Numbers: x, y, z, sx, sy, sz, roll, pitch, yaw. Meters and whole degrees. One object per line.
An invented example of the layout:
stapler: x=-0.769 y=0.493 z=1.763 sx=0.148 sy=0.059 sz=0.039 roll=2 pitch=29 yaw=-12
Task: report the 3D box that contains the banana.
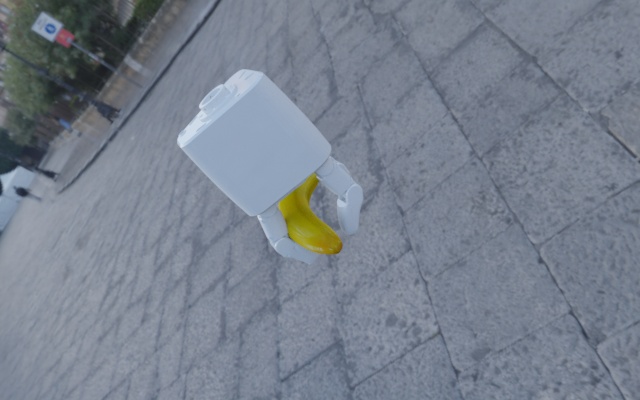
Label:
banana: x=-0.017 y=0.008 z=0.559 sx=0.069 sy=0.037 sz=0.197 roll=-25 pitch=28 yaw=11
